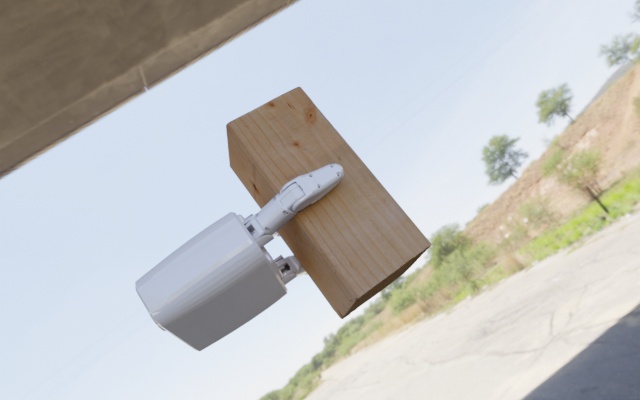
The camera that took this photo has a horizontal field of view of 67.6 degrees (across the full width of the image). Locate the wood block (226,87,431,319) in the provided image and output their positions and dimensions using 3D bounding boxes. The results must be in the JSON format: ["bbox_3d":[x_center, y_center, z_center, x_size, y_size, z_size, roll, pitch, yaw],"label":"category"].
[{"bbox_3d":[0.000,0.002,0.478,0.090,0.206,0.091,-32,-17,-20],"label":"wood block"}]
